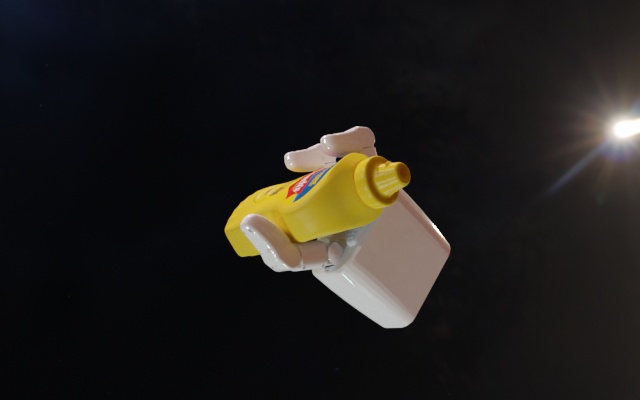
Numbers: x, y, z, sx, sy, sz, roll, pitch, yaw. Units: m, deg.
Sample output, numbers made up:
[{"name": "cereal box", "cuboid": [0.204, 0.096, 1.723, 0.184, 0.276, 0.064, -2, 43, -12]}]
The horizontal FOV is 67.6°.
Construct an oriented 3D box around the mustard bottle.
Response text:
[{"name": "mustard bottle", "cuboid": [0.000, 0.001, 0.427, 0.191, 0.058, 0.096, -18, 14, 46]}]
